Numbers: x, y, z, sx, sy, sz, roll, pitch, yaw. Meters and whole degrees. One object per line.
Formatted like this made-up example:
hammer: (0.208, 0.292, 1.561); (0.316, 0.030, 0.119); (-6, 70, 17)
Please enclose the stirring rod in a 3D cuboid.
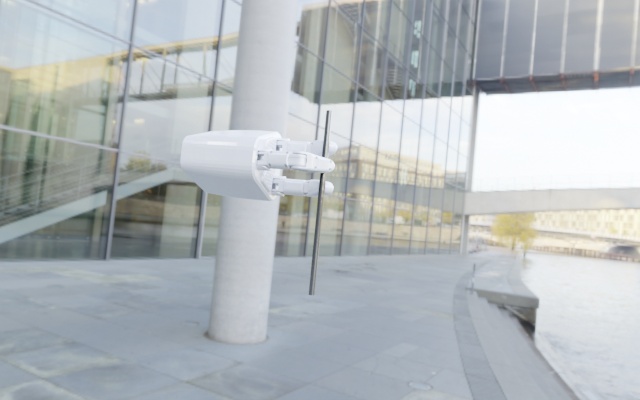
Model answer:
stirring rod: (0.000, 0.002, 0.621); (0.011, 0.239, 0.011); (6, -3, 0)
